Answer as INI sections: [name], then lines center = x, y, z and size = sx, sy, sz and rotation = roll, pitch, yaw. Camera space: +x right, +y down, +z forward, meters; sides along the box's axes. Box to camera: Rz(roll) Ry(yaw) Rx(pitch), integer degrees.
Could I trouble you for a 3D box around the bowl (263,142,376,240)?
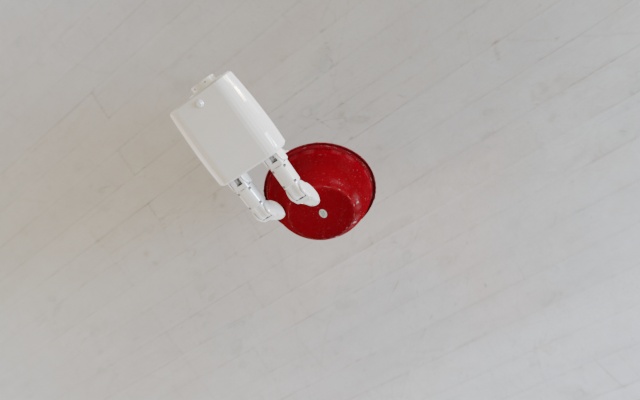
[bowl]
center = 0.001, 0.003, 0.666
size = 0.162, 0.162, 0.055
rotation = 0, 36, -3
